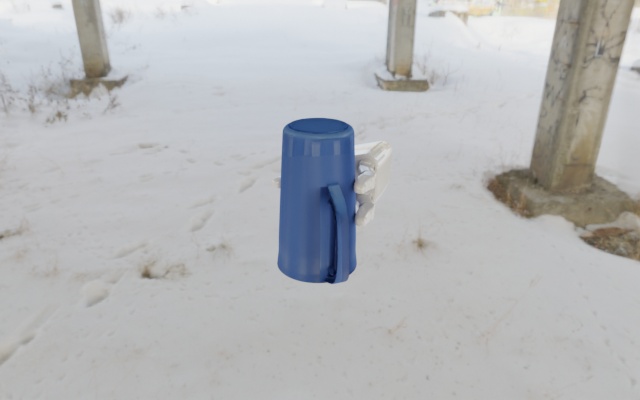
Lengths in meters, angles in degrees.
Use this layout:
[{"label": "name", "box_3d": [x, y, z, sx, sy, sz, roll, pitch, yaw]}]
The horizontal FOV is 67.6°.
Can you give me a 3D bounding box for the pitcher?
[{"label": "pitcher", "box_3d": [0.000, 0.002, 0.749, 0.149, 0.243, 0.145, 11, 25, 23]}]
